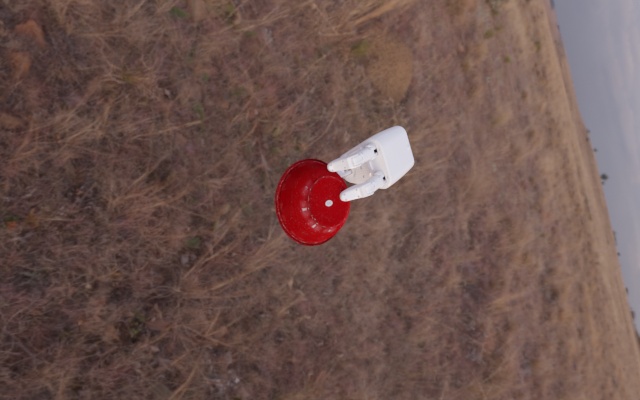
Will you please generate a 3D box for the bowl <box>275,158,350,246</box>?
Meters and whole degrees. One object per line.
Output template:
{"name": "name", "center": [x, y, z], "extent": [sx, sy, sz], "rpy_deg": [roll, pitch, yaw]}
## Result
{"name": "bowl", "center": [0.000, 0.004, 0.858], "extent": [0.162, 0.162, 0.055], "rpy_deg": [0, -1, -36]}
